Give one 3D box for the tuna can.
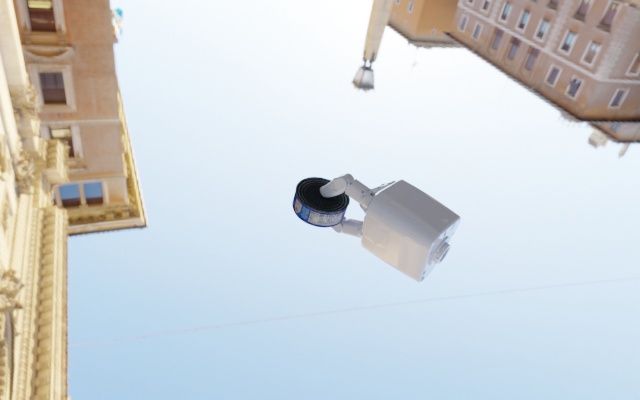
[{"bbox_3d":[0.000,0.003,0.739,0.086,0.034,0.086,11,38,-9],"label":"tuna can"}]
